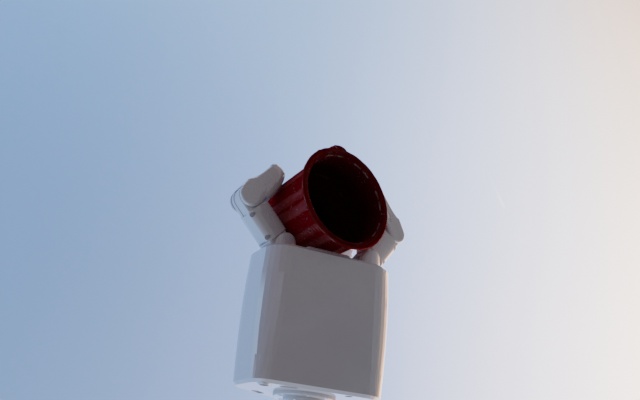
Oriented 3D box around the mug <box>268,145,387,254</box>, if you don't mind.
[{"bbox_3d":[0.000,0.000,0.438,0.093,0.117,0.081,26,-36,-28],"label":"mug"}]
